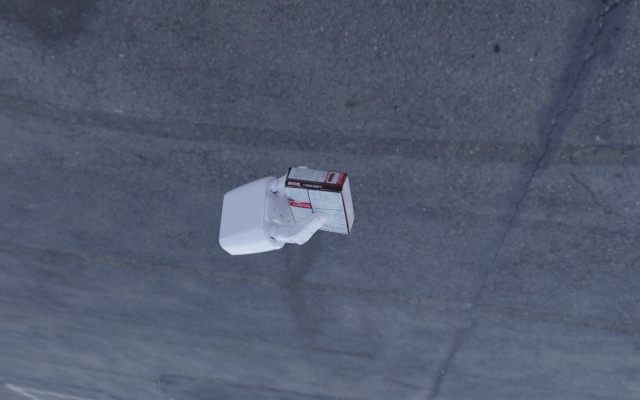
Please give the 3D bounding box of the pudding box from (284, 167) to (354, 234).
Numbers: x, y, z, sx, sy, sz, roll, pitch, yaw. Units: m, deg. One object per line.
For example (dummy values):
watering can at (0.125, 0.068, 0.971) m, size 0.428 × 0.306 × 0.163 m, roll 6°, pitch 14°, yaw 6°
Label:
pudding box at (0.000, 0.002, 0.715) m, size 0.090 × 0.039 × 0.114 m, roll 6°, pitch -34°, yaw 14°
